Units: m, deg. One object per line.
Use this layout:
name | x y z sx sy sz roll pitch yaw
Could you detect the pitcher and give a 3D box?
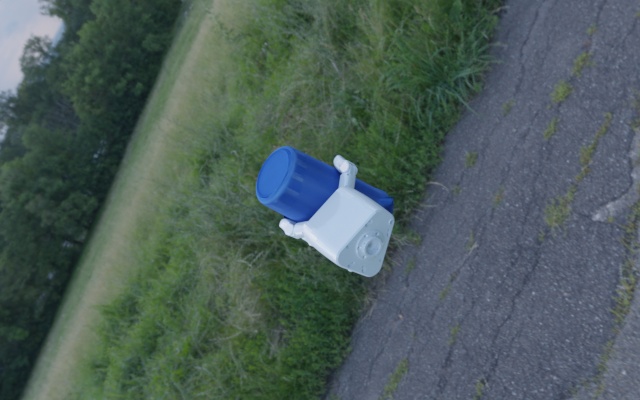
pitcher | 0.000 0.003 0.875 0.243 0.149 0.145 27 6 -35
